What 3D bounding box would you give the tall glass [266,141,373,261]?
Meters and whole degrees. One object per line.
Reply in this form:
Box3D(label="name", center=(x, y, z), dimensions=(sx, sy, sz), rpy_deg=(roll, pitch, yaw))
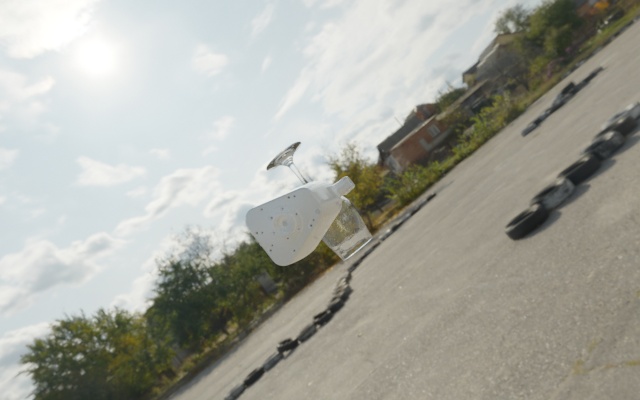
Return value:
Box3D(label="tall glass", center=(0.000, 0.002, 0.789), dimensions=(0.079, 0.201, 0.079), rpy_deg=(-39, -5, -4))
